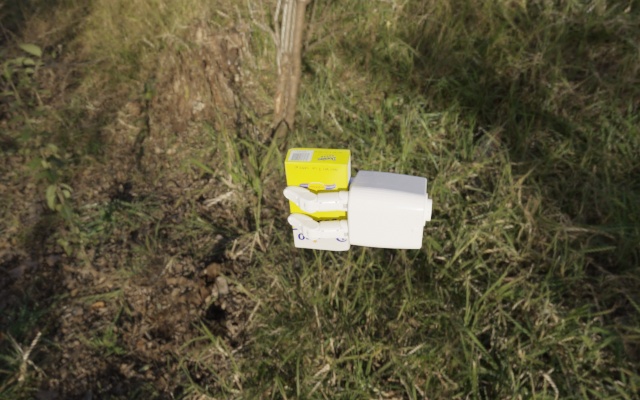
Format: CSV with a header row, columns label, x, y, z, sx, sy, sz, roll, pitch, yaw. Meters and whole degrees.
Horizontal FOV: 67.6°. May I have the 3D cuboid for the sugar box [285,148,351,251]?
label,x,y,z,sx,sy,sz,roll,pitch,yaw
sugar box,0.000,0.003,0.742,0.093,0.176,0.048,3,39,10
